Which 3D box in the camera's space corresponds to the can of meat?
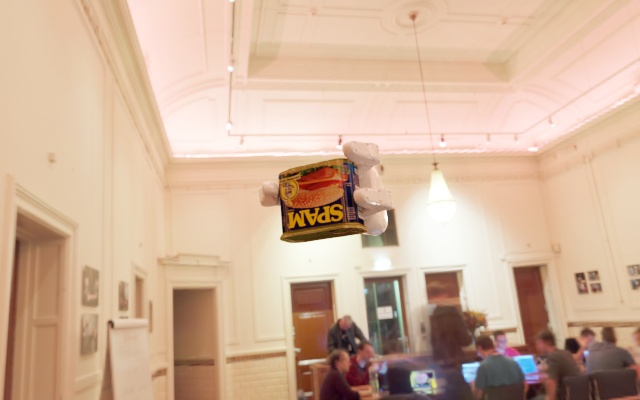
[{"bbox_3d":[0.000,0.002,0.575,0.102,0.084,0.057,-10,-14,20],"label":"can of meat"}]
